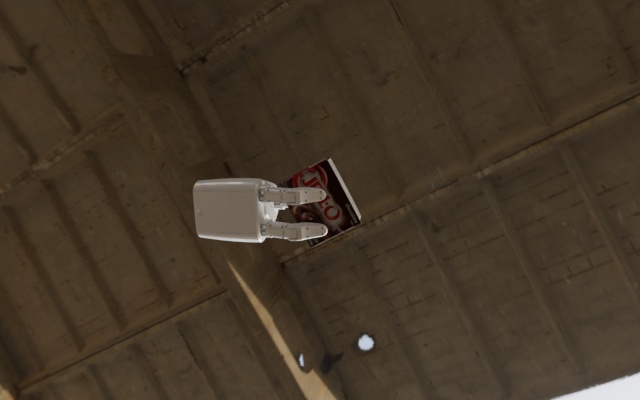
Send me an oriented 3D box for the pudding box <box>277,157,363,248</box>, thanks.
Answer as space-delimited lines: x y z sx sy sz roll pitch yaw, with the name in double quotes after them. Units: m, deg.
0.000 0.002 0.734 0.090 0.113 0.039 -28 7 16 "pudding box"
